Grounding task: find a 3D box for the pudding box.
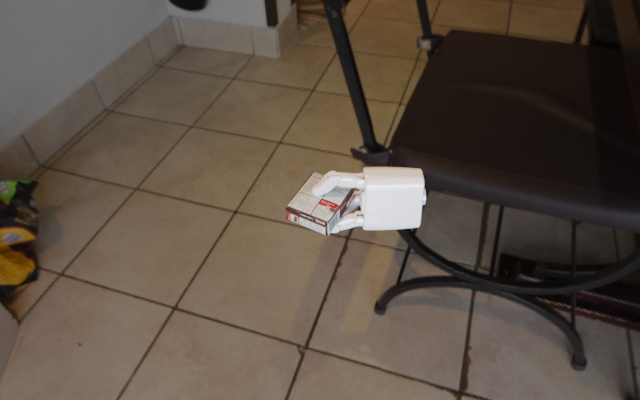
[{"bbox_3d":[0.000,0.003,0.890,0.090,0.039,0.113,20,47,19],"label":"pudding box"}]
